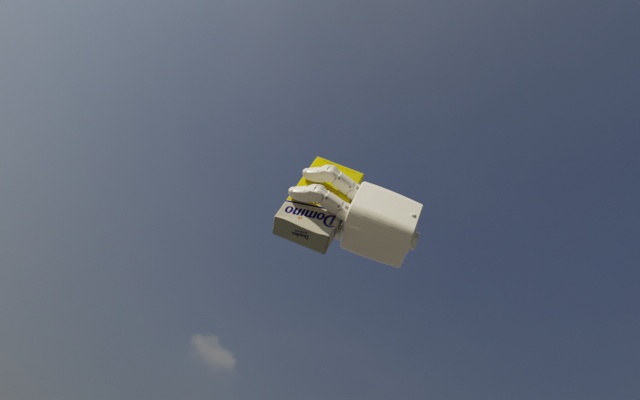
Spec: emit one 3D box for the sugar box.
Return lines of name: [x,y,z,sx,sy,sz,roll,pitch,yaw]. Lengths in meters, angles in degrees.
sugar box: [0.000,0.002,0.789,0.093,0.048,0.176,21,41,10]
